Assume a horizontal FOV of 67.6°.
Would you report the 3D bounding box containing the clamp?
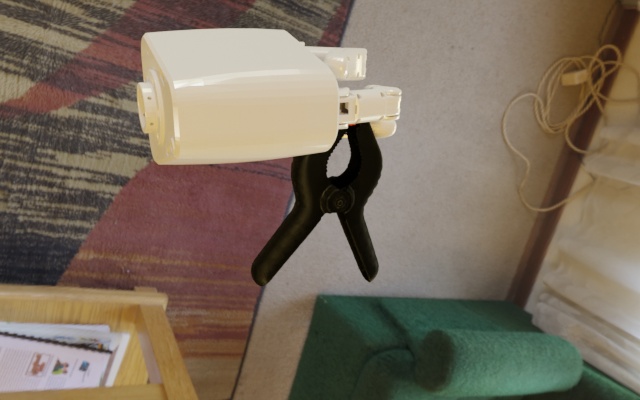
[{"bbox_3d":[0.000,0.001,0.402,0.120,0.171,0.039,-9,22,-26],"label":"clamp"}]
